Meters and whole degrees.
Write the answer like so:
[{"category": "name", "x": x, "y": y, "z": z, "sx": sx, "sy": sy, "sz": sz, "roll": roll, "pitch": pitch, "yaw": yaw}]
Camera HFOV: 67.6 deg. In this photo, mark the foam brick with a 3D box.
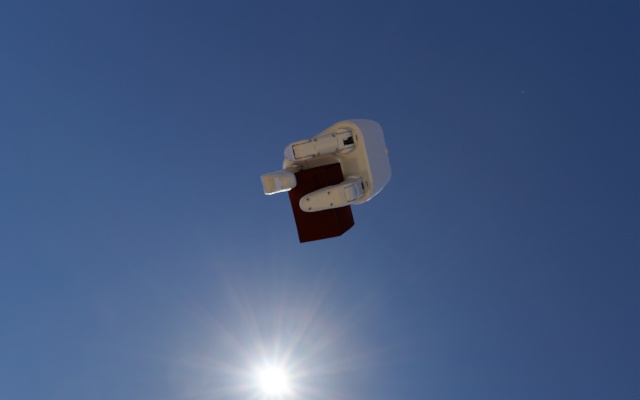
[{"category": "foam brick", "x": 0.000, "y": 0.002, "z": 0.544, "sx": 0.053, "sy": 0.078, "sz": 0.051, "roll": -10, "pitch": 8, "yaw": 24}]
